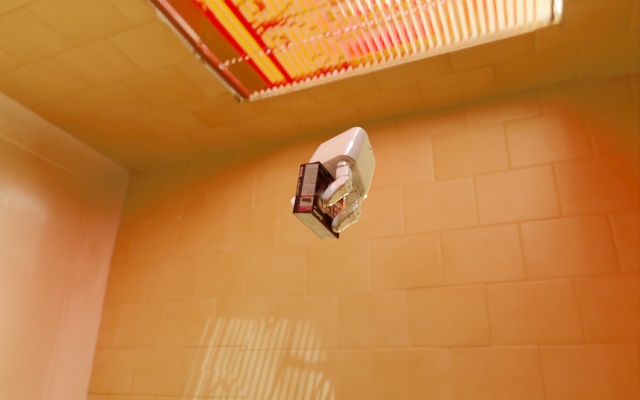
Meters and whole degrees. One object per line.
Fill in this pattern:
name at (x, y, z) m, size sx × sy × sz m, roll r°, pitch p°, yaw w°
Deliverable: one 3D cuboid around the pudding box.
pudding box at (0.000, 0.002, 0.771) m, size 0.039 × 0.090 × 0.113 m, roll -5°, pitch -27°, yaw 26°
